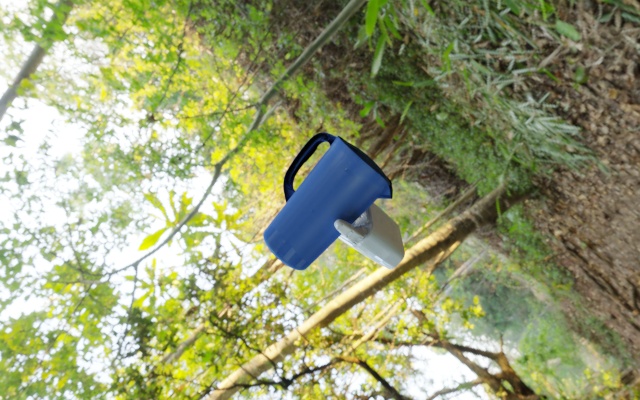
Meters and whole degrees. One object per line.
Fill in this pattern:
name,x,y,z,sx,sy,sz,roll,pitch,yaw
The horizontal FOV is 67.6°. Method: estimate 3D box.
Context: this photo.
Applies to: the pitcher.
pitcher,0.000,0.003,0.884,0.145,0.243,0.149,36,12,-29
